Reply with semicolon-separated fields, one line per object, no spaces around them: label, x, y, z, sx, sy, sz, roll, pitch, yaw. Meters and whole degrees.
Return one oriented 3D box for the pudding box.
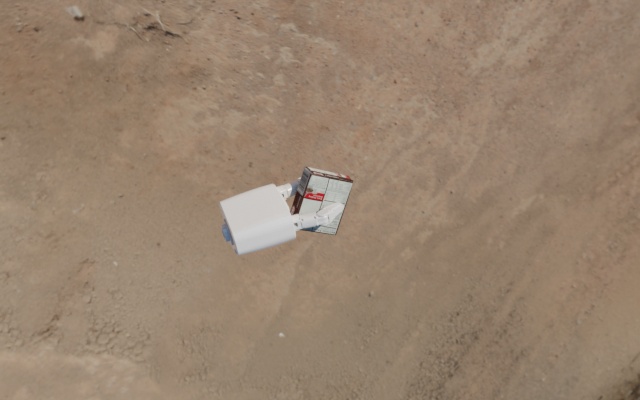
pudding box;0.000;0.003;0.868;0.090;0.113;0.039;10;20;-26
